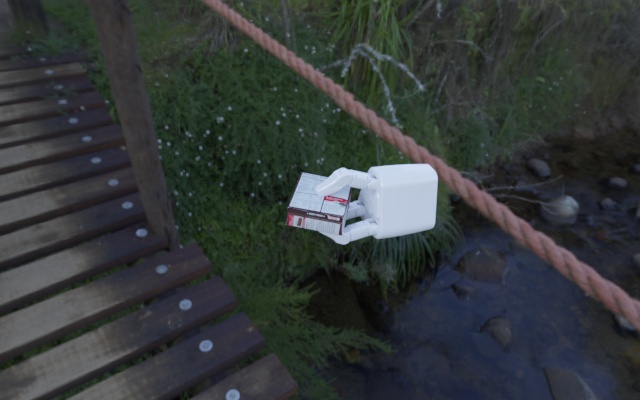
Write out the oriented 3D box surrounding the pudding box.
[{"bbox_3d":[0.000,0.002,0.763,0.090,0.039,0.113,10,32,5],"label":"pudding box"}]
